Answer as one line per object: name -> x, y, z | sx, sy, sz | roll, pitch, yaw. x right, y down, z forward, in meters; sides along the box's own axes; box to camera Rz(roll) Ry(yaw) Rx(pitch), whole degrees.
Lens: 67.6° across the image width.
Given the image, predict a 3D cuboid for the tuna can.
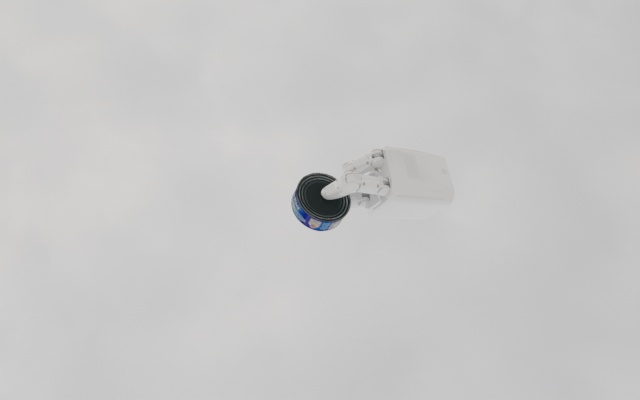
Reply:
tuna can -> 0.000, 0.003, 0.717 | 0.086, 0.086, 0.034 | 0, -32, -23
